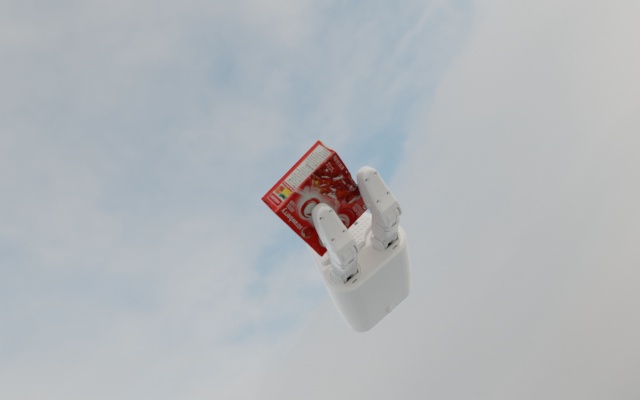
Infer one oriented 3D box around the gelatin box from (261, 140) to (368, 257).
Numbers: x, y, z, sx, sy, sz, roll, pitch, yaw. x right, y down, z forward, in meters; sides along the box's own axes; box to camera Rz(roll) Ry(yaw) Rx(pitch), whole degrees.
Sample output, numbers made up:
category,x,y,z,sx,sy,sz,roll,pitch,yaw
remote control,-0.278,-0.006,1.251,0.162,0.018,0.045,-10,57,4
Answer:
category,x,y,z,sx,sy,sz,roll,pitch,yaw
gelatin box,0.000,0.001,0.434,0.030,0.073,0.089,40,-6,43
